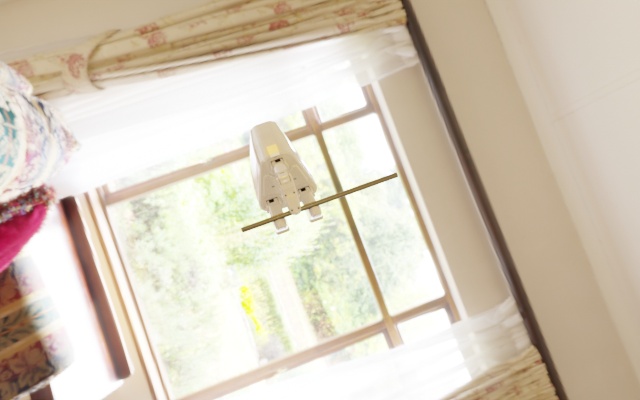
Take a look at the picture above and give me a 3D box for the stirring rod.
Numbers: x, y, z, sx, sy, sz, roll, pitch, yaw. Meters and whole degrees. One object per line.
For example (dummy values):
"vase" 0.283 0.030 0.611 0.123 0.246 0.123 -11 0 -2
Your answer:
"stirring rod" 0.000 0.002 0.694 0.239 0.011 0.011 -20 2 -5
